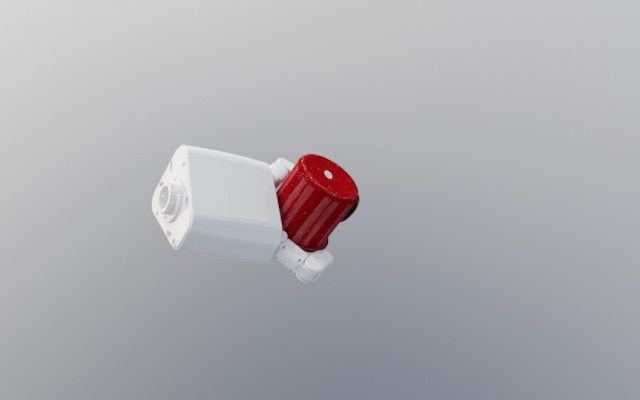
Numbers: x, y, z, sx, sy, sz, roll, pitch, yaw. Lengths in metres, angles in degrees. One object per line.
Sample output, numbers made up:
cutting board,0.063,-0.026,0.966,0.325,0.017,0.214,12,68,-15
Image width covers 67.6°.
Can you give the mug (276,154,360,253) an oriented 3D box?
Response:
mug,0.001,0.002,0.568,0.117,0.081,0.093,11,37,-39
